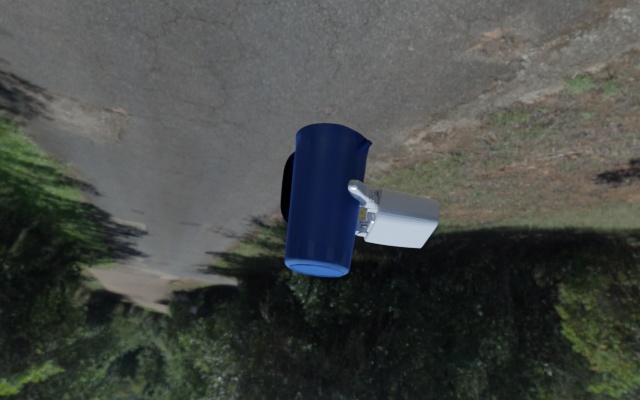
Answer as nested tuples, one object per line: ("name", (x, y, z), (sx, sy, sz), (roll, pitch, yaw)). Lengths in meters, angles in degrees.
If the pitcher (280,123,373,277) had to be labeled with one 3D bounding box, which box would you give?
("pitcher", (0.000, 0.003, 0.821), (0.145, 0.242, 0.149), (9, -18, -4))
